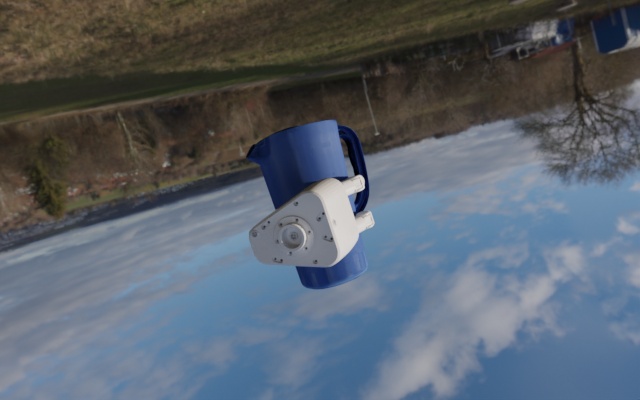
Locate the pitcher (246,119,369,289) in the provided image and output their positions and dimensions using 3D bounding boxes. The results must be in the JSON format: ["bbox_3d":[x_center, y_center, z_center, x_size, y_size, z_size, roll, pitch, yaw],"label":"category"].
[{"bbox_3d":[0.000,0.002,0.737,0.149,0.243,0.145,-15,4,16],"label":"pitcher"}]
